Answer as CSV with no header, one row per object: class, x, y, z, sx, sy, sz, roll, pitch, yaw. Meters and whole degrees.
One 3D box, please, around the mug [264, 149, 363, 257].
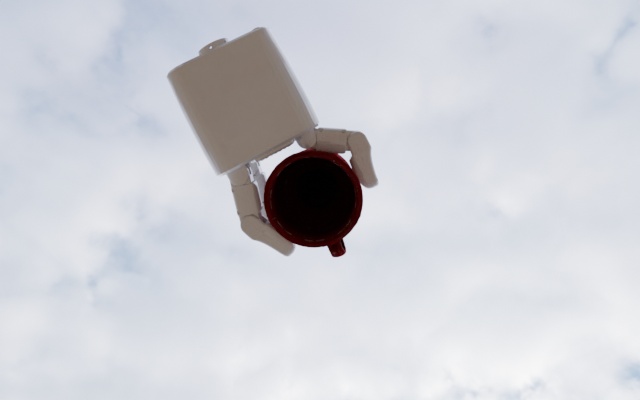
mug,0.001,0.003,0.484,0.093,0.117,0.081,-24,11,8
